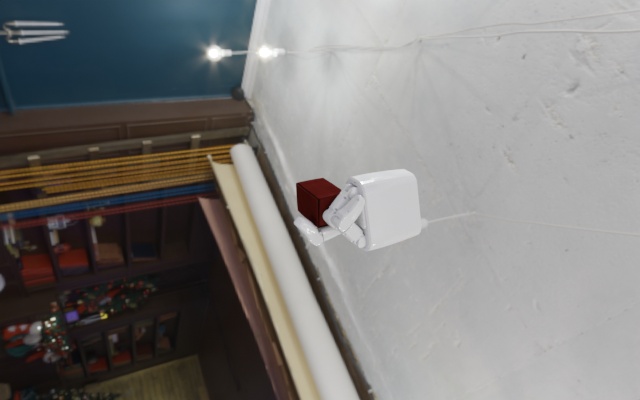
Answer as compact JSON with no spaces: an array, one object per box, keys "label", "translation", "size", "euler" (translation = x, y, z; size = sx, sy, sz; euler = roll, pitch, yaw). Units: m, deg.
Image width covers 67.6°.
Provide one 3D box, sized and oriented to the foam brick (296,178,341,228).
[{"label":"foam brick","translation":[0.000,0.002,0.778],"size":[0.051,0.053,0.078],"euler":[-14,28,-25]}]
